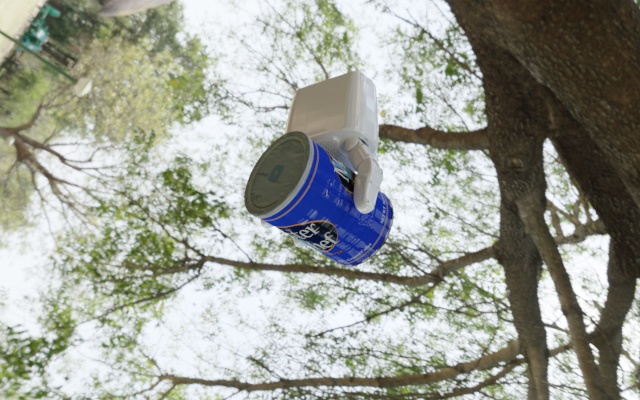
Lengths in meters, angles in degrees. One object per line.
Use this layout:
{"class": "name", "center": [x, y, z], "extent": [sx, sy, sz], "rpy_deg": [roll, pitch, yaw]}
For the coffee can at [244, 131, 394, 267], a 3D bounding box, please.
{"class": "coffee can", "center": [0.000, 0.002, 0.541], "extent": [0.140, 0.102, 0.103], "rpy_deg": [33, -21, -34]}
